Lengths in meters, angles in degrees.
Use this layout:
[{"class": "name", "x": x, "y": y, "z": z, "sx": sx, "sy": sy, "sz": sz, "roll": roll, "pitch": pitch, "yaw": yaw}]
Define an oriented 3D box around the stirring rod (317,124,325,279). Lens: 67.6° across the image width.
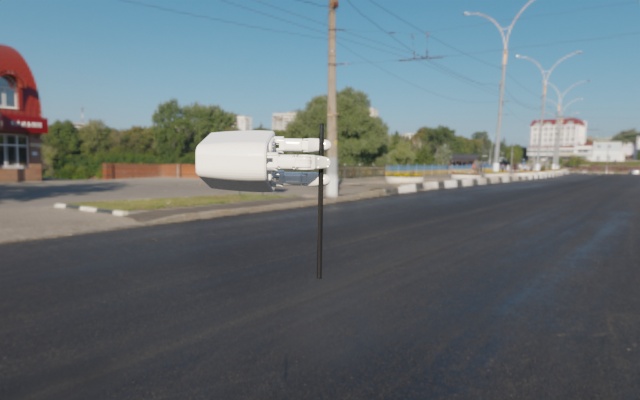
[{"class": "stirring rod", "x": 0.000, "y": 0.003, "z": 0.740, "sx": 0.011, "sy": 0.239, "sz": 0.011, "roll": 1, "pitch": 5, "yaw": 0}]
